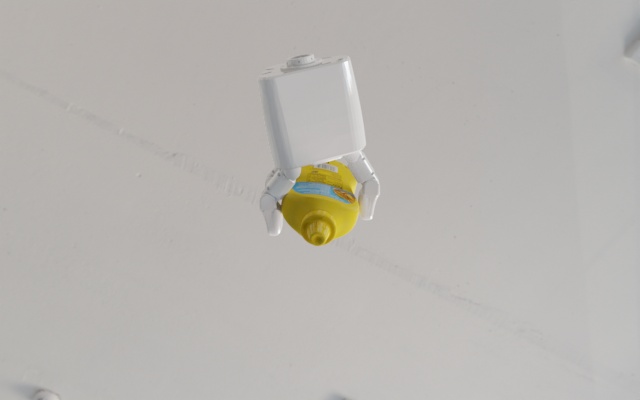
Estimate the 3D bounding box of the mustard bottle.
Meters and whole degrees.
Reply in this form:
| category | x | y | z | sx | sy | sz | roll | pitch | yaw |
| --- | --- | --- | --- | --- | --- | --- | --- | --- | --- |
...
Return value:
| category | x | y | z | sx | sy | sz | roll | pitch | yaw |
| --- | --- | --- | --- | --- | --- | --- | --- | --- | --- |
| mustard bottle | 0.000 | 0.002 | 0.604 | 0.096 | 0.058 | 0.191 | 14 | 24 | -4 |
